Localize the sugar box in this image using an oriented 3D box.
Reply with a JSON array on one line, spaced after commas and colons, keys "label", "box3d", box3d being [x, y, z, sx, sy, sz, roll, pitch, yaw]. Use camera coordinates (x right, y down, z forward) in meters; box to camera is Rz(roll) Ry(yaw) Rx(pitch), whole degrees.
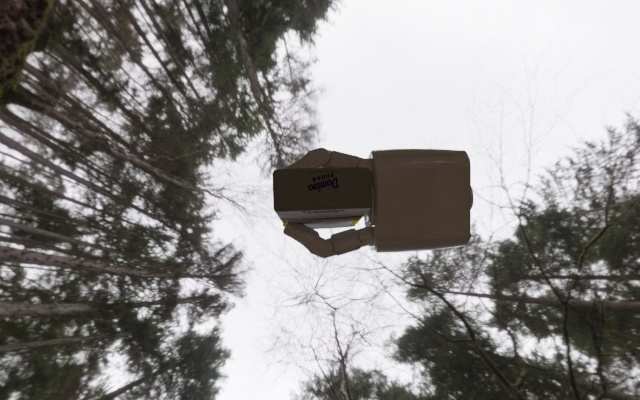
[{"label": "sugar box", "box3d": [0.000, 0.001, 0.521, 0.093, 0.048, 0.176, -2, -11, -2]}]
